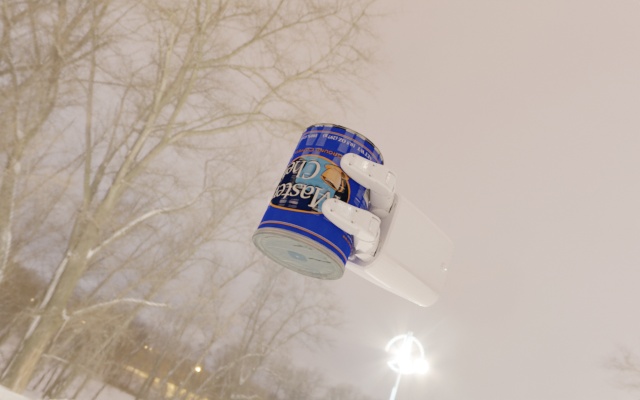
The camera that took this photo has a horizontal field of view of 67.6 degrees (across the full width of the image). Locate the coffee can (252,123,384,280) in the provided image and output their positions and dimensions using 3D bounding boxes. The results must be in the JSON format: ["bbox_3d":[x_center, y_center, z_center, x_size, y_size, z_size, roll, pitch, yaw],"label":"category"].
[{"bbox_3d":[0.000,0.002,0.525,0.103,0.140,0.103,19,-25,9],"label":"coffee can"}]
